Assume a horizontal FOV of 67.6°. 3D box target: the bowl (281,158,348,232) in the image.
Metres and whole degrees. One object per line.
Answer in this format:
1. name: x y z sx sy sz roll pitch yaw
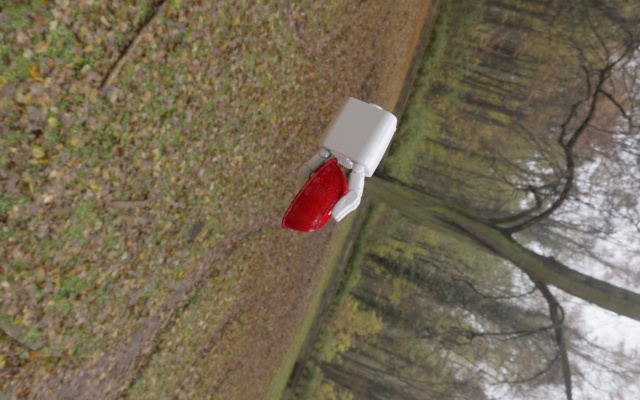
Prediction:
1. bowl: 0.000 0.004 0.869 0.055 0.162 0.162 38 7 9
